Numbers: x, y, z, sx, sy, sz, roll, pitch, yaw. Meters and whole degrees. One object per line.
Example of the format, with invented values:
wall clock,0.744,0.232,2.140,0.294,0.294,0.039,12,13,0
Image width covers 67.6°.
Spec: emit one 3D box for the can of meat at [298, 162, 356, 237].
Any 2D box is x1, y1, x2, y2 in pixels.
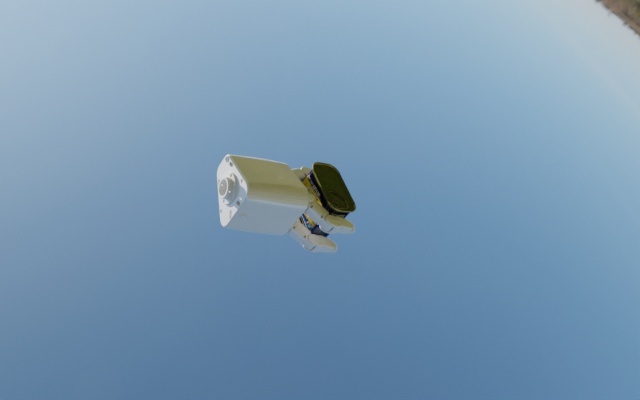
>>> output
can of meat,0.000,0.003,0.789,0.057,0.102,0.084,5,-42,-40
